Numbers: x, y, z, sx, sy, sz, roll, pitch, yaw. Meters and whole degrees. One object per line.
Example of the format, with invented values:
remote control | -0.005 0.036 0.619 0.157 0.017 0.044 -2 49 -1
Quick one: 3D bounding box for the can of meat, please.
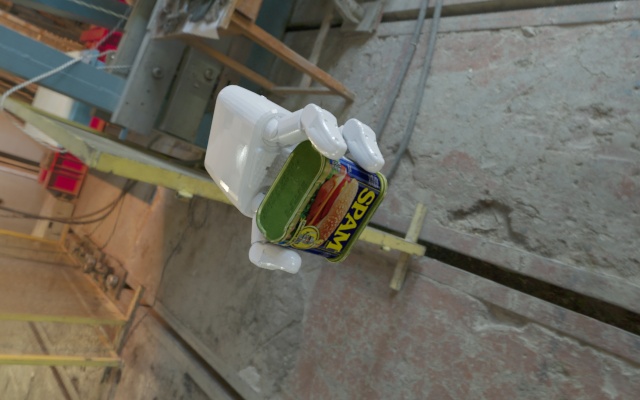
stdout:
can of meat | 0.000 0.001 0.448 0.084 0.102 0.057 21 16 -42
